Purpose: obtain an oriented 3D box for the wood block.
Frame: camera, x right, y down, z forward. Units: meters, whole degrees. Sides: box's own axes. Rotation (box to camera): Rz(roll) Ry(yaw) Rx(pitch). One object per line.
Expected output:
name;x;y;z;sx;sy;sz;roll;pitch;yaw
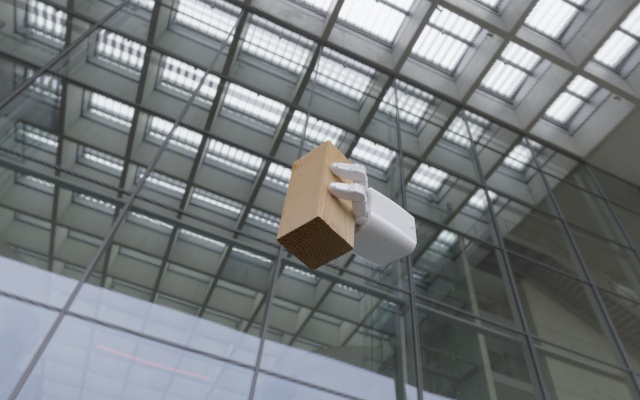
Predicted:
wood block;0.000;0.003;0.822;0.091;0.206;0.090;-31;-60;28
